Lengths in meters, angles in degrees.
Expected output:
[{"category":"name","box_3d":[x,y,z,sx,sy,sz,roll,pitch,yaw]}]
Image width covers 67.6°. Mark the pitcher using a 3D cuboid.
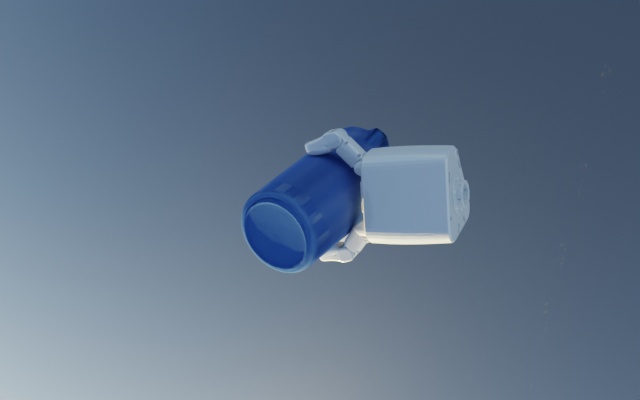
[{"category":"pitcher","box_3d":[0.000,0.002,0.654,0.145,0.149,0.242,0,23,32]}]
